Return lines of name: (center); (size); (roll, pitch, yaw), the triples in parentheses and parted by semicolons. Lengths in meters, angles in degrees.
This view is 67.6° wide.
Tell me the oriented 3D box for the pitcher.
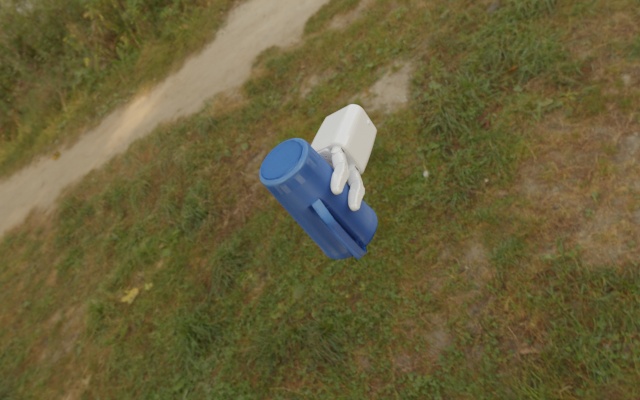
pitcher: (0.000, 0.003, 0.899); (0.149, 0.145, 0.243); (-3, -37, 40)
